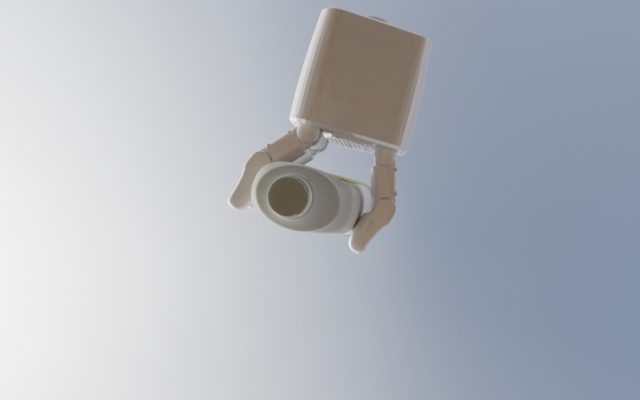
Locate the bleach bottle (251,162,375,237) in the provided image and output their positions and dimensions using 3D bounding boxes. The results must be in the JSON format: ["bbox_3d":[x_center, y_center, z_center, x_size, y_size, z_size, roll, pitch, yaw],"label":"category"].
[{"bbox_3d":[0.000,0.001,0.453,0.102,0.068,0.251,15,1,7],"label":"bleach bottle"}]
